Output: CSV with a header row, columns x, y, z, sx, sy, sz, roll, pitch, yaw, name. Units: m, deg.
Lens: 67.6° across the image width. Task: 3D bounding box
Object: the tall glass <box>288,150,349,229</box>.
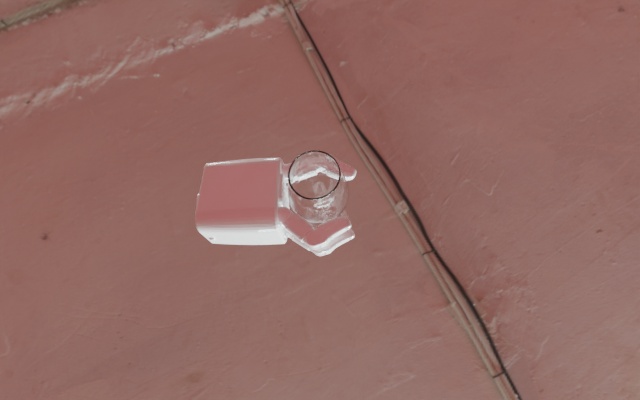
x,y,z,sx,sy,sz,roll,pitch,yaw,name
0.000,0.002,0.645,0.079,0.079,0.201,0,-19,4,tall glass
